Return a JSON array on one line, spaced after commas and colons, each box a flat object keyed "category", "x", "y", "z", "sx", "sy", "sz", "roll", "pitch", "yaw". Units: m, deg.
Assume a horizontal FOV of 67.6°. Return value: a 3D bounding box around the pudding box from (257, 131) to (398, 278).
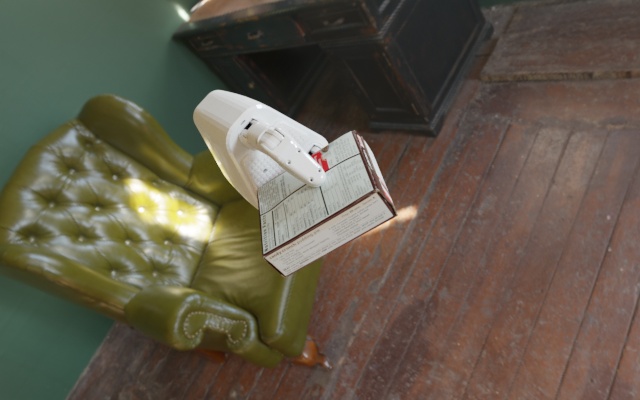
[{"category": "pudding box", "x": 0.000, "y": 0.001, "z": 0.411, "sx": 0.113, "sy": 0.090, "sz": 0.039, "roll": -32, "pitch": -50, "yaw": 16}]
